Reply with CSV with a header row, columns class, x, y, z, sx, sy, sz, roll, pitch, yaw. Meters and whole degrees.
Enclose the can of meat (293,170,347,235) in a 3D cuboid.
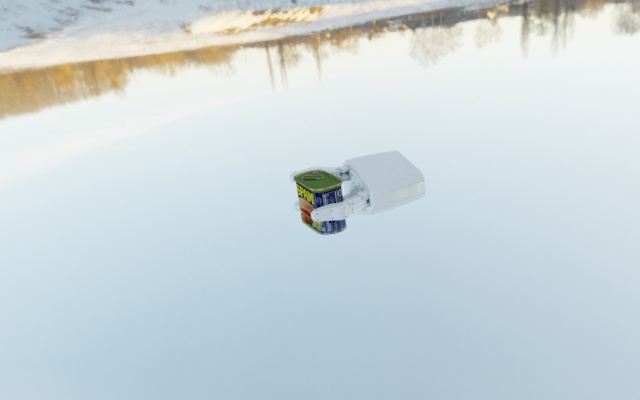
class,x,y,z,sx,sy,sz,roll,pitch,yaw
can of meat,0.000,0.003,0.799,0.057,0.084,0.102,-17,23,-22
